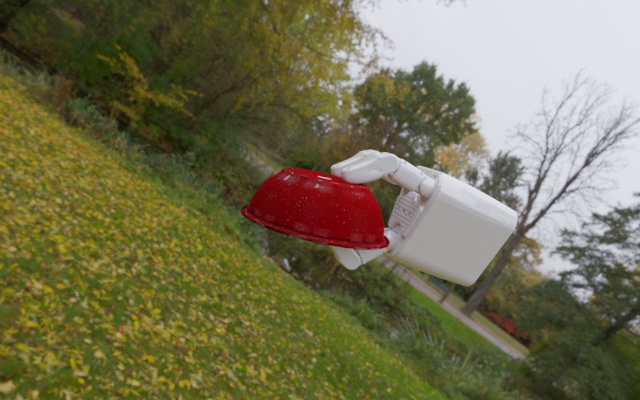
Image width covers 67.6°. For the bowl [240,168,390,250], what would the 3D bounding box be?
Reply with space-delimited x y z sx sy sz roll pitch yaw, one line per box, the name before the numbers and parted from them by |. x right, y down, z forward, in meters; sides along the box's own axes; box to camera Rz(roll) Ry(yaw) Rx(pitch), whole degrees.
bowl | -0.001 0.001 0.504 0.162 0.055 0.162 12 8 -2
